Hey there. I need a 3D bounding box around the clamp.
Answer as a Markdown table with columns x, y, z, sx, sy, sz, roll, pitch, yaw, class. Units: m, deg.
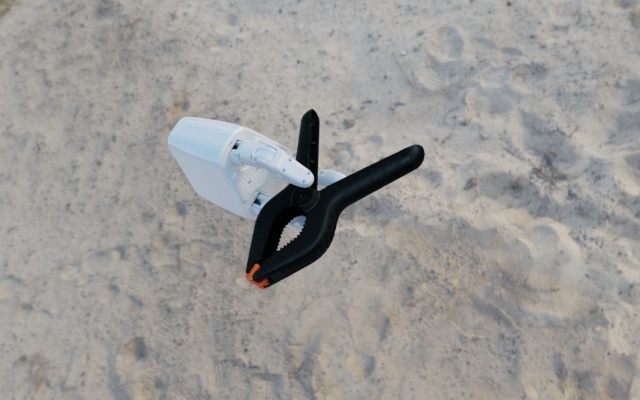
| x | y | z | sx | sy | sz | roll | pitch | yaw | class |
| --- | --- | --- | --- | --- | --- | --- | --- | --- | --- |
| -0.001 | 0.002 | 0.491 | 0.164 | 0.210 | 0.036 | 18 | -19 | 38 | clamp |
